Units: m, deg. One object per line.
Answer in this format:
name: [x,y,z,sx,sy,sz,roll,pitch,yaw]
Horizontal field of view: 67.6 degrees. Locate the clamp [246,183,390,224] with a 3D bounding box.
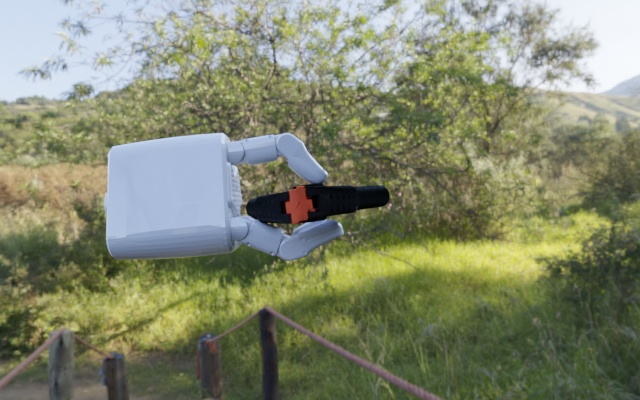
clamp: [0.000,0.001,0.464,0.164,0.036,0.210,-7,0,-3]
